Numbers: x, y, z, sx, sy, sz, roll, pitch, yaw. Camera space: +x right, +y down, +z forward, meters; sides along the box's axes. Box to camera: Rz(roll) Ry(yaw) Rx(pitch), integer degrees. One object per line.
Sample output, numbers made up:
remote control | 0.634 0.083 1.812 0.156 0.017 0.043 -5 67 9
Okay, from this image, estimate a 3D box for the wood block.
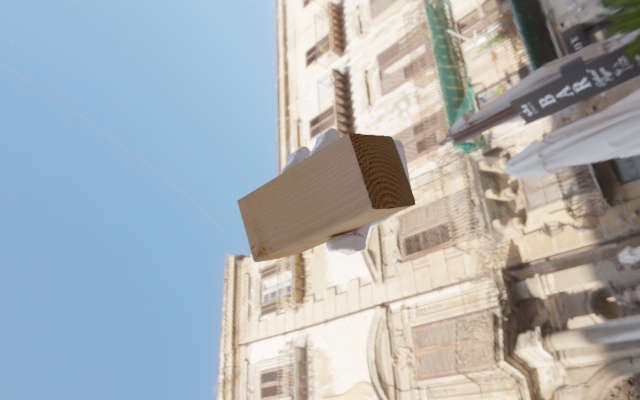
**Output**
wood block | 0.000 0.002 0.598 0.206 0.091 0.090 -27 -15 39
